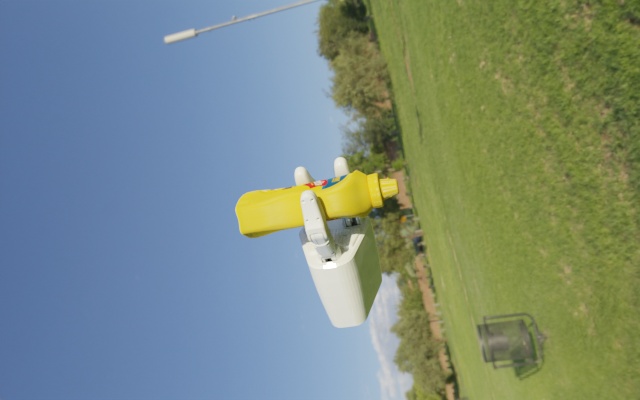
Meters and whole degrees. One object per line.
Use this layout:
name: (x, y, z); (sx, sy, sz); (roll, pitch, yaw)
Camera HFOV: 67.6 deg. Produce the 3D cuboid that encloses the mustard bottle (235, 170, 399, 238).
mustard bottle: (0.000, 0.002, 0.586); (0.191, 0.058, 0.096); (-11, 4, 12)
